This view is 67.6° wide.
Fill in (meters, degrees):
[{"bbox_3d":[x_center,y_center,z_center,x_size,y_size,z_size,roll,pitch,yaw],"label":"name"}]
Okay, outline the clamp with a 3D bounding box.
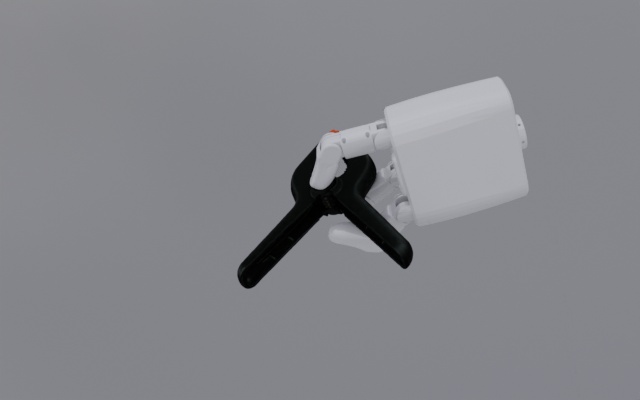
[{"bbox_3d":[0.000,0.001,0.490,0.164,0.036,0.209,-14,40,12],"label":"clamp"}]
